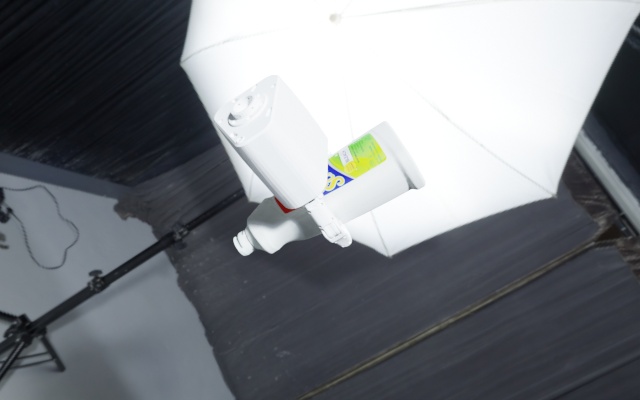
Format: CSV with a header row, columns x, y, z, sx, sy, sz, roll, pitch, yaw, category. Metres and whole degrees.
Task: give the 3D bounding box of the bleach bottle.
x,y,z,sx,sy,sz,roll,pitch,yaw,category
0.000,0.002,0.608,0.251,0.102,0.068,-32,-50,10,bleach bottle
